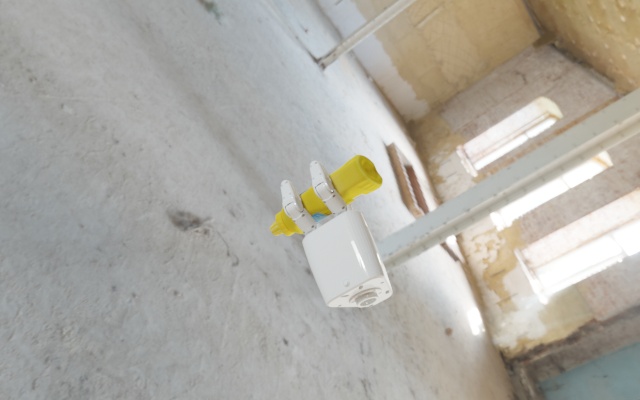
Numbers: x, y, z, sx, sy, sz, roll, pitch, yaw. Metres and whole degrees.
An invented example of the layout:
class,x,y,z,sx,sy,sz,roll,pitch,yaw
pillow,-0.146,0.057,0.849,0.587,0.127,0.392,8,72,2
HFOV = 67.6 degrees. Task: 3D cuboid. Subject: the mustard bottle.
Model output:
class,x,y,z,sx,sy,sz,roll,pitch,yaw
mustard bottle,0.000,0.002,0.741,0.192,0.058,0.096,-33,-9,19
